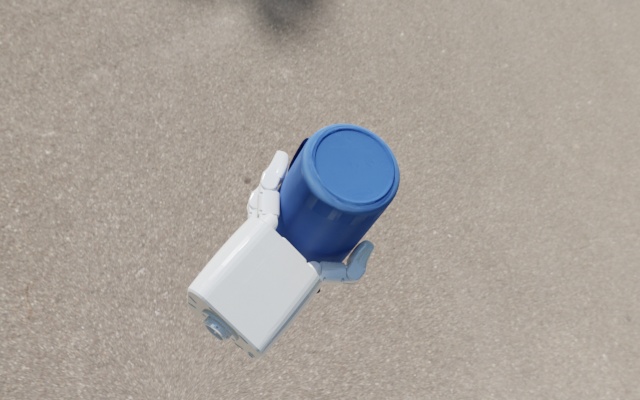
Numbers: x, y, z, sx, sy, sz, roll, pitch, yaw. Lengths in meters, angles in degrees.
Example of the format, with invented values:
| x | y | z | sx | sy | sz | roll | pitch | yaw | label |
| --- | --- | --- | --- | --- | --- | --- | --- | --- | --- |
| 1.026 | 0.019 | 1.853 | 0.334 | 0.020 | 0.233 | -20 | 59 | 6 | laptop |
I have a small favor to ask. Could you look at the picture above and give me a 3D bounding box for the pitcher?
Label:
| x | y | z | sx | sy | sz | roll | pitch | yaw | label |
| --- | --- | --- | --- | --- | --- | --- | --- | --- | --- |
| 0.000 | 0.002 | 0.593 | 0.149 | 0.145 | 0.243 | 39 | -29 | 3 | pitcher |
